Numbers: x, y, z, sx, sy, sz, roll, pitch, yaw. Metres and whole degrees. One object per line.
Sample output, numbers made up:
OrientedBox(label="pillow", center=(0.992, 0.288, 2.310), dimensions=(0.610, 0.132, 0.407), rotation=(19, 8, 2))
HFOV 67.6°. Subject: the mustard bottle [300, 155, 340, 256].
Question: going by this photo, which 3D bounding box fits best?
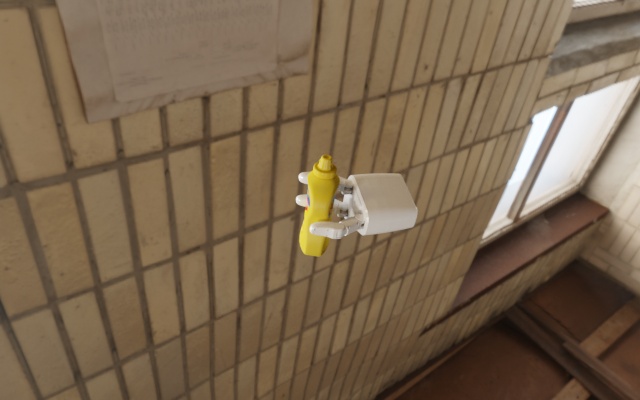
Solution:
OrientedBox(label="mustard bottle", center=(0.000, 0.003, 0.869), dimensions=(0.058, 0.192, 0.096), rotation=(10, 36, 1))
